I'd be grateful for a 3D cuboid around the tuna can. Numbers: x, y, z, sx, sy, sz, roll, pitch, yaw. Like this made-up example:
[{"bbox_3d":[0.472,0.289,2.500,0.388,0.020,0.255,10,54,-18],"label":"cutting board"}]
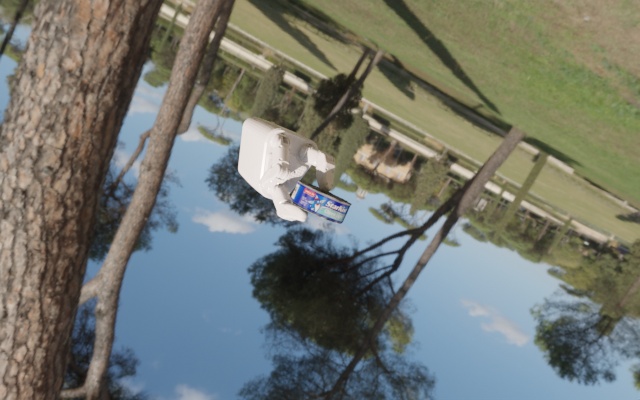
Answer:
[{"bbox_3d":[0.000,0.003,0.700,0.086,0.034,0.086,24,4,-2],"label":"tuna can"}]
